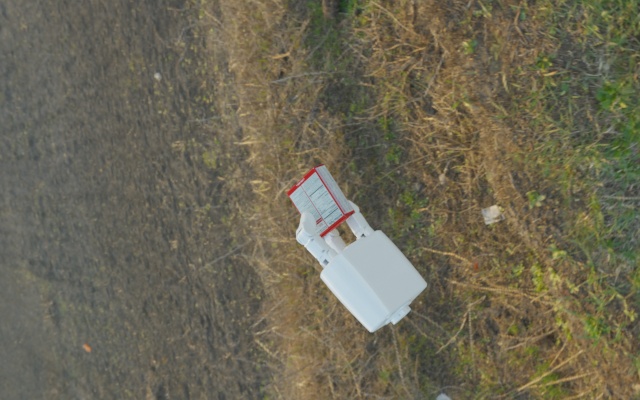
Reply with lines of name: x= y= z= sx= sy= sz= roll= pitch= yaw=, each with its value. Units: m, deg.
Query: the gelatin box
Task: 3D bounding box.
gelatin box: x=0.000 y=0.002 z=0.716 sx=0.030 sy=0.089 sz=0.073 roll=-23 pitch=-13 yaw=-49
